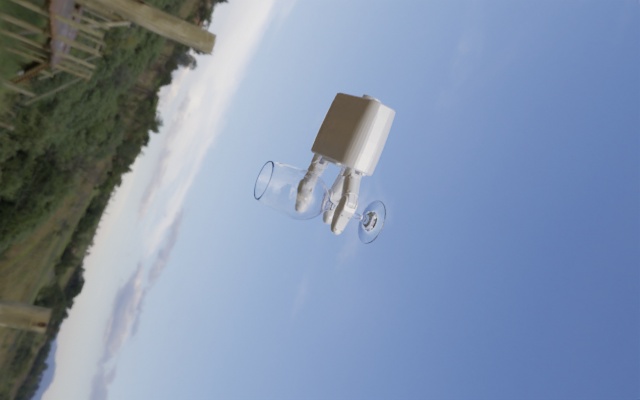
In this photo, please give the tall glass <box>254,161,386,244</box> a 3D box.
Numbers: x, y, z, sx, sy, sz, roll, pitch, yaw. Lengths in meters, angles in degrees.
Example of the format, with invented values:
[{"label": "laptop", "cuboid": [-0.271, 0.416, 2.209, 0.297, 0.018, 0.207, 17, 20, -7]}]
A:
[{"label": "tall glass", "cuboid": [0.001, 0.003, 0.741, 0.201, 0.079, 0.079, 21, -9, -25]}]
